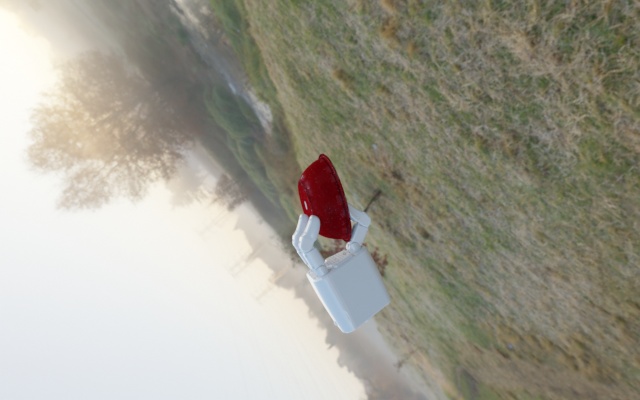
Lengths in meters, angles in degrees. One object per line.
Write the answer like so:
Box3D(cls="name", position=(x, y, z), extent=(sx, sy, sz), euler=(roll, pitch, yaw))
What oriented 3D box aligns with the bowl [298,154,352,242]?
Box3D(cls="bowl", position=(-0.001, 0.002, 0.830), extent=(0.055, 0.162, 0.162), euler=(-16, 3, -11))
